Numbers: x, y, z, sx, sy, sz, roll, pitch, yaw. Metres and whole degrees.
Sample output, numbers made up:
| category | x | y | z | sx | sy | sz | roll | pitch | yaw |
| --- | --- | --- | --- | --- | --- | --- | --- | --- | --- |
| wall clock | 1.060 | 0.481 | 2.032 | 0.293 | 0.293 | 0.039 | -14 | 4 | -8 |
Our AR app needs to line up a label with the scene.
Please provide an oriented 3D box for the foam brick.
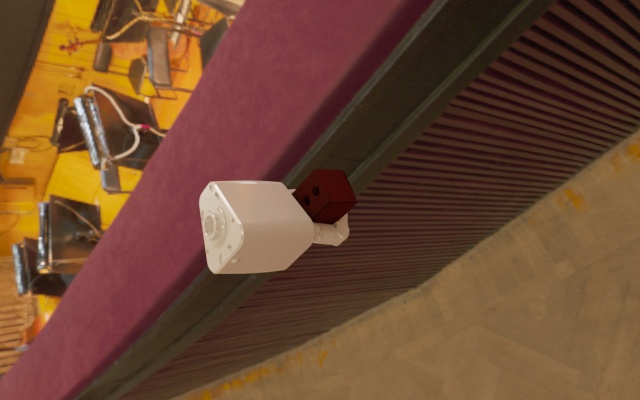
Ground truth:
| category | x | y | z | sx | sy | sz | roll | pitch | yaw |
| --- | --- | --- | --- | --- | --- | --- | --- | --- | --- |
| foam brick | 0.000 | 0.002 | 0.630 | 0.051 | 0.053 | 0.078 | 2 | -36 | -41 |
